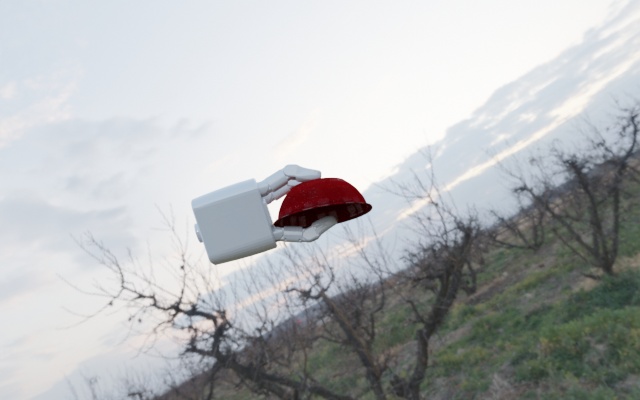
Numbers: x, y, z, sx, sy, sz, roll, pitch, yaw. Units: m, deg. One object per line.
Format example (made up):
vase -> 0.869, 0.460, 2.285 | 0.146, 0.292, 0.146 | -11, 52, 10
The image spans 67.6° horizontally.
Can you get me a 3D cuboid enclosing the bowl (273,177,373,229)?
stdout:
bowl -> 0.001, 0.002, 0.772 | 0.162, 0.055, 0.162 | -9, -14, -2
